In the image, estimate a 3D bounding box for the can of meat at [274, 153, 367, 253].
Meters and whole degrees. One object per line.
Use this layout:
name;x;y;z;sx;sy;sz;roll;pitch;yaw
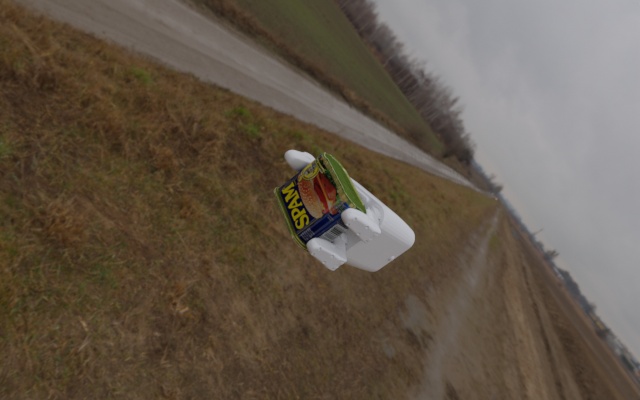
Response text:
can of meat;0.000;0.002;0.590;0.084;0.102;0.057;-38;-39;16
